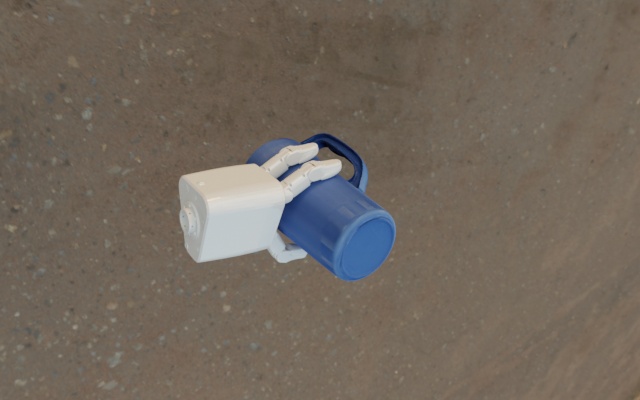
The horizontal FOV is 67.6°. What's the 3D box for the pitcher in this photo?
[{"bbox_3d":[0.000,0.002,0.700,0.145,0.149,0.242,-10,32,-35],"label":"pitcher"}]
